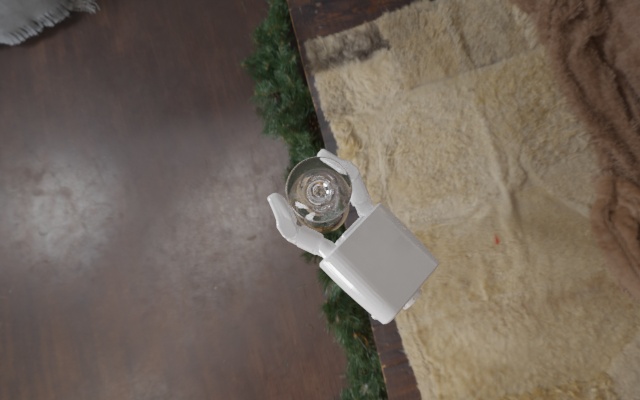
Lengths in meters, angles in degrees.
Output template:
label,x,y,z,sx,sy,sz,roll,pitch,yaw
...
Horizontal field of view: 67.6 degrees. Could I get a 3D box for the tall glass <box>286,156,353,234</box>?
label,x,y,z,sx,sy,sz,roll,pitch,yaw
tall glass,0.000,0.002,0.625,0.079,0.079,0.201,0,-8,1
